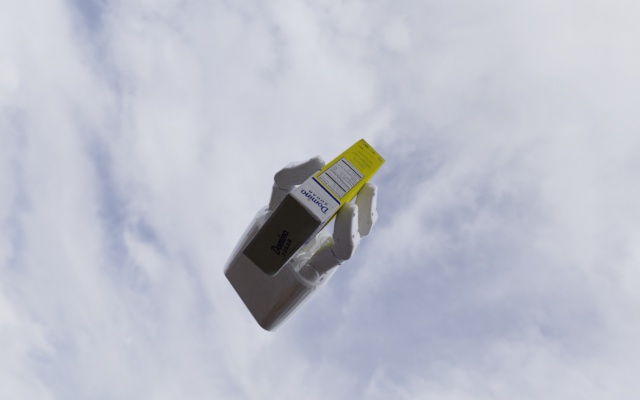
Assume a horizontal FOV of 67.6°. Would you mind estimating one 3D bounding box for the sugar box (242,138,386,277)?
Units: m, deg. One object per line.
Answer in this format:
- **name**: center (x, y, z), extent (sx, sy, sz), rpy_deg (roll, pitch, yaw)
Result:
- **sugar box**: center (0.000, 0.002, 0.498), extent (0.093, 0.048, 0.176), rpy_deg (-49, -2, 35)
